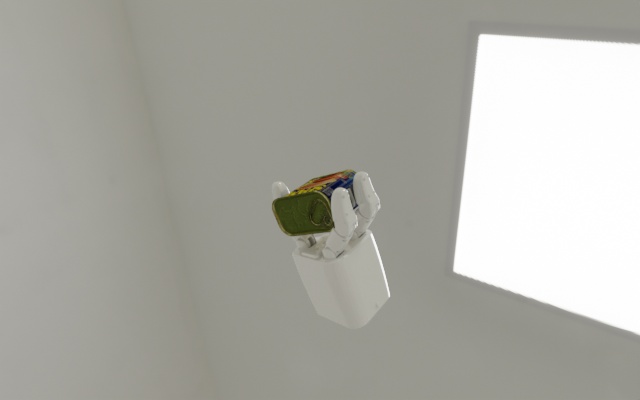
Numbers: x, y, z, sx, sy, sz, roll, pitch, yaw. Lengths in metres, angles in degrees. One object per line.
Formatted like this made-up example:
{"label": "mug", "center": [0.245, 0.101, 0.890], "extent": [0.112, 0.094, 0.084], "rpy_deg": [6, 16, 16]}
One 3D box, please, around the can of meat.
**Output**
{"label": "can of meat", "center": [0.000, 0.002, 0.646], "extent": [0.102, 0.057, 0.084], "rpy_deg": [-11, 17, 42]}
